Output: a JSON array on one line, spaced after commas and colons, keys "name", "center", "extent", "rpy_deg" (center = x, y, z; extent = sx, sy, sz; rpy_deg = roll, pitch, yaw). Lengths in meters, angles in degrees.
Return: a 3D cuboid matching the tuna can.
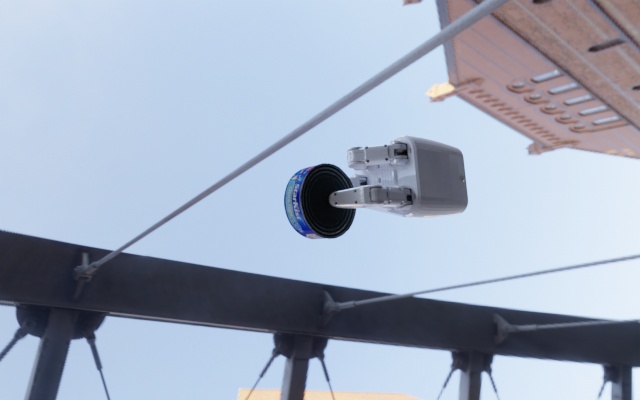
[{"name": "tuna can", "center": [0.000, 0.002, 0.549], "extent": [0.086, 0.086, 0.034], "rpy_deg": [0, -5, -42]}]
